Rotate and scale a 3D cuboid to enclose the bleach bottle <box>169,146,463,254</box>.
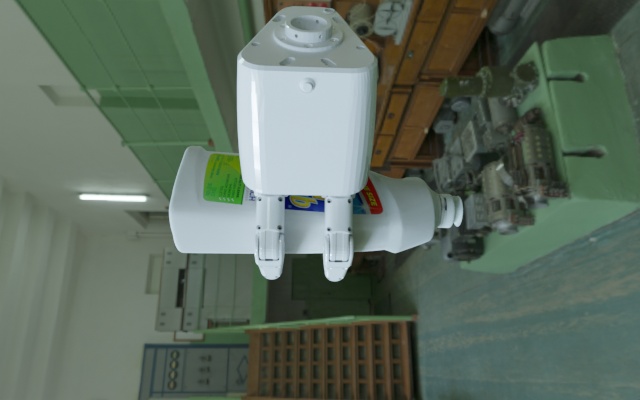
[{"bbox_3d":[0.000,0.002,0.437,0.251,0.068,0.102,1,43,-2],"label":"bleach bottle"}]
